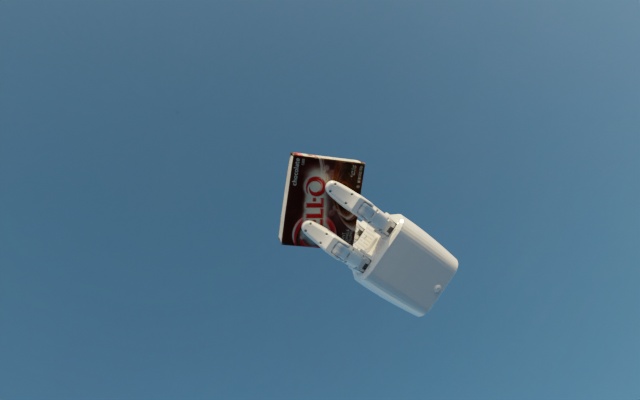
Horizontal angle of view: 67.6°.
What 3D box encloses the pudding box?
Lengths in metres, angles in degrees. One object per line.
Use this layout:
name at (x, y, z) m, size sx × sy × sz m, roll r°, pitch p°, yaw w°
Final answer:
pudding box at (0.000, 0.002, 0.587) m, size 0.090 × 0.113 × 0.039 m, roll 6°, pitch 7°, yaw -14°
